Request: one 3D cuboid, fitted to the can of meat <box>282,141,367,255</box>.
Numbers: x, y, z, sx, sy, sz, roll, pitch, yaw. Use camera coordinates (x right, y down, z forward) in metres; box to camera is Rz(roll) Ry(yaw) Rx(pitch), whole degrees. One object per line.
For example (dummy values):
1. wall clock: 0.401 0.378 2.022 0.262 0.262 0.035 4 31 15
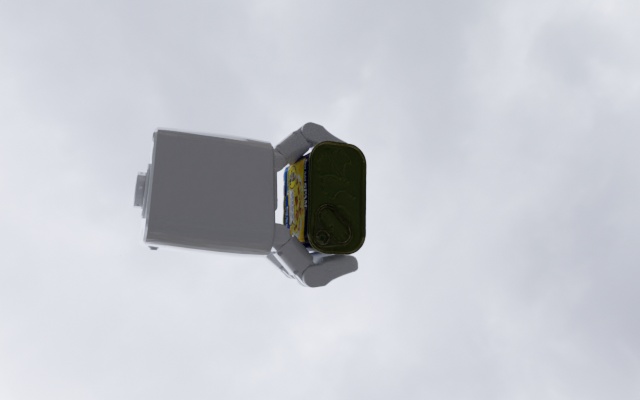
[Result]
1. can of meat: 0.000 0.001 0.465 0.057 0.102 0.084 4 -7 -23
